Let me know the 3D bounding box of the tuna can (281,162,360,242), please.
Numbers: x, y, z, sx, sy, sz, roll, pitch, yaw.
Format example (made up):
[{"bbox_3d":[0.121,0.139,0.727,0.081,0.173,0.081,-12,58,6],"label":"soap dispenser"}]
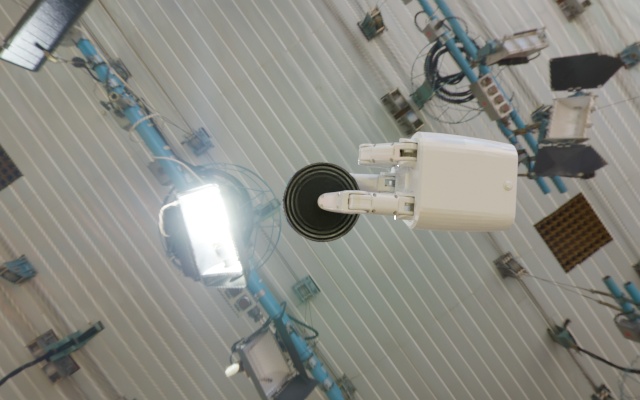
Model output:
[{"bbox_3d":[0.000,0.002,0.526,0.086,0.086,0.034,0,1,-10],"label":"tuna can"}]
